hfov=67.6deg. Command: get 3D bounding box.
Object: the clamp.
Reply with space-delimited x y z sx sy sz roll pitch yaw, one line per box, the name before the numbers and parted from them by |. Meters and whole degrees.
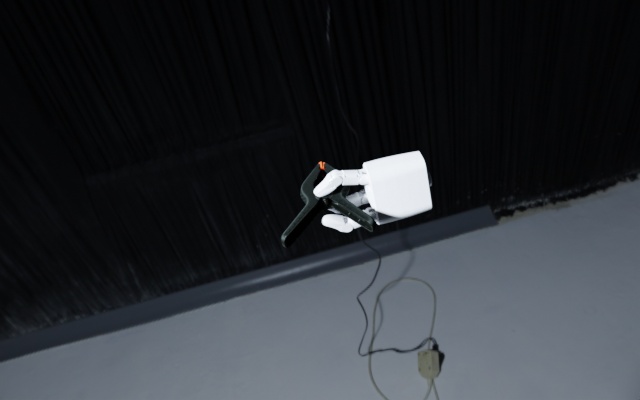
clamp | 0.000 0.002 0.879 0.164 0.036 0.209 -15 40 1
